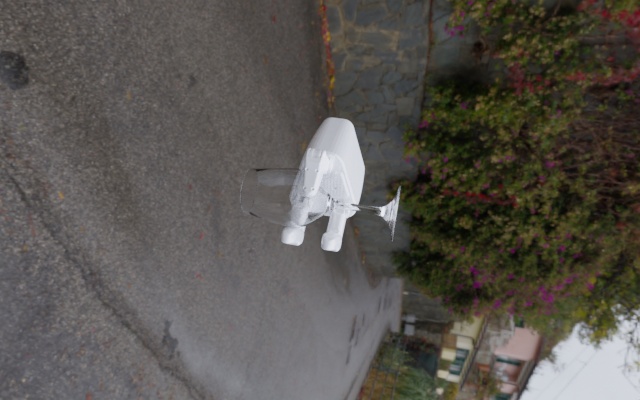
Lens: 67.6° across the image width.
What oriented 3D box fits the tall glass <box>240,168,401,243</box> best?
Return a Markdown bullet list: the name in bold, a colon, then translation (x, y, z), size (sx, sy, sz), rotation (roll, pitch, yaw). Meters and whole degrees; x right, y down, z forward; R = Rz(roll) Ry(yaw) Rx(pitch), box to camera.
- **tall glass**: translation (0.001, 0.002, 0.624), size (0.201, 0.079, 0.079), rotation (9, 1, 10)
